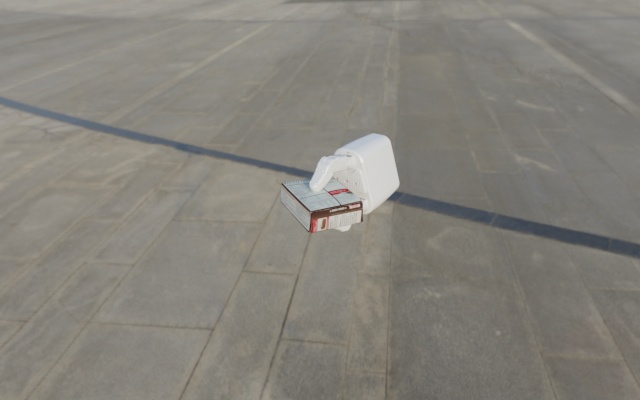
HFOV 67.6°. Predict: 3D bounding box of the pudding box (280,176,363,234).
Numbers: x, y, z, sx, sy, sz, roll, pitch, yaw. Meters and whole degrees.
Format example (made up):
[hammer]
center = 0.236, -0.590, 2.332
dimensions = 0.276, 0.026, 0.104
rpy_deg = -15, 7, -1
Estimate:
[pudding box]
center = 0.000, 0.002, 0.727
dimensions = 0.090, 0.039, 0.113
rpy_deg = -12, 28, -23
